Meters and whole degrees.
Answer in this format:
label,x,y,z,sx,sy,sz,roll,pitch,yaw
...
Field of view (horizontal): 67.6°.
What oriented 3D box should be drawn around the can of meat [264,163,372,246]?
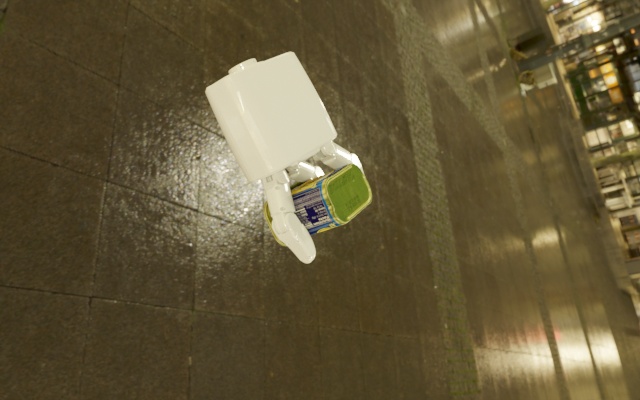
label,x,y,z,sx,sy,sz,roll,pitch,yaw
can of meat,0.000,0.002,0.540,0.084,0.057,0.102,-20,9,33
